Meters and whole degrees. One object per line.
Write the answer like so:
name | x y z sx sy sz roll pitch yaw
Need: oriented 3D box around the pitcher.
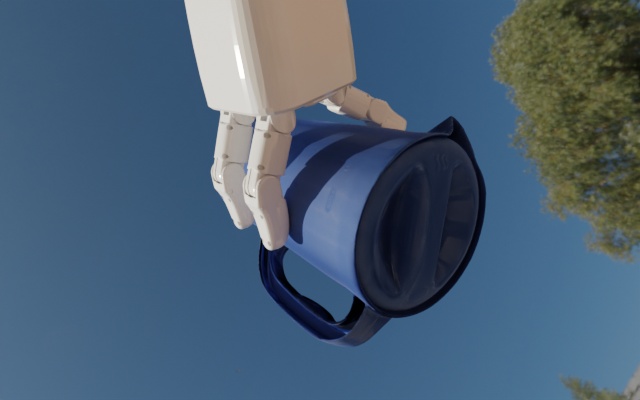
pitcher | 0.000 0.001 0.414 0.149 0.145 0.242 -26 29 -30
